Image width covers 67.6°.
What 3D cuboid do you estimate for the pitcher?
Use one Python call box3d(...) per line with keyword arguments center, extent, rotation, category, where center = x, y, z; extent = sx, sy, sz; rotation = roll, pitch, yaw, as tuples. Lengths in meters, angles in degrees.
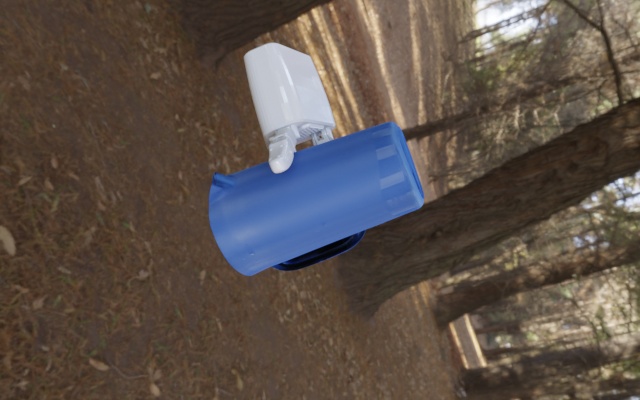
box3d(center=(0.000, 0.002, 0.591), extent=(0.243, 0.145, 0.149), rotation=(-19, -6, 14), category="pitcher")
